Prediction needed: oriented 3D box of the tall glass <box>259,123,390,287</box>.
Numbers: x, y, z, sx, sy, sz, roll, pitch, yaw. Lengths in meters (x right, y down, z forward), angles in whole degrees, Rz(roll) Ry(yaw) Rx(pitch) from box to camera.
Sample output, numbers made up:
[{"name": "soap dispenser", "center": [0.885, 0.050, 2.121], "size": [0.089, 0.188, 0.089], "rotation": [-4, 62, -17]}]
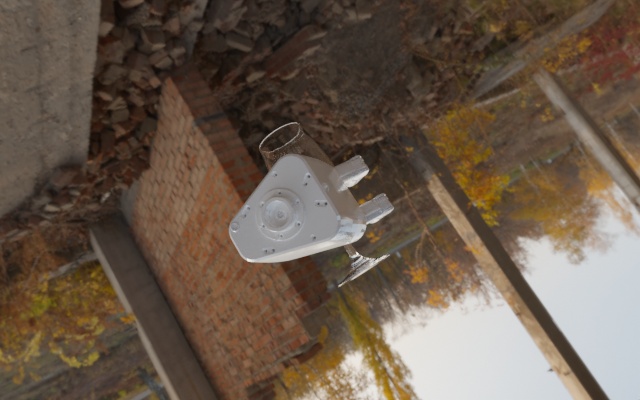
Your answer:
[{"name": "tall glass", "center": [0.000, 0.003, 0.590], "size": [0.079, 0.201, 0.079], "rotation": [-31, -12, -7]}]
